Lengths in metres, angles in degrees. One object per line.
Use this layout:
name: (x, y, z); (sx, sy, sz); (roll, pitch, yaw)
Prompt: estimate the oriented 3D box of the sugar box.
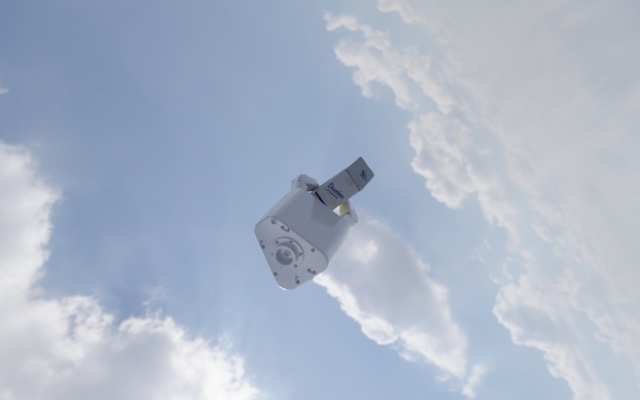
sugar box: (0.000, 0.003, 0.777); (0.176, 0.048, 0.093); (-33, 4, 27)
